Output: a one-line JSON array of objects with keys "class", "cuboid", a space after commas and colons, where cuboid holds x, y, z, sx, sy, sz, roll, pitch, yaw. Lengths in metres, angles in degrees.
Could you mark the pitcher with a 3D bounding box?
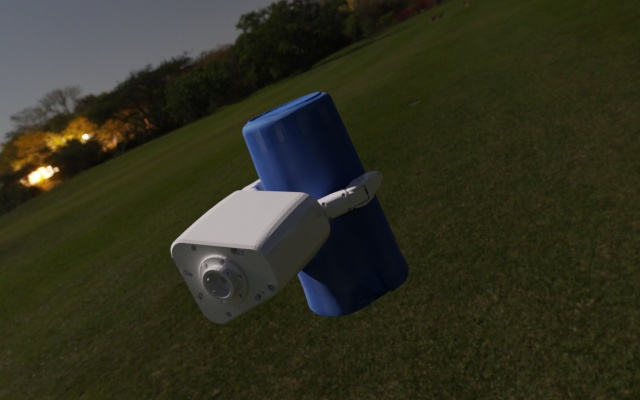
[{"class": "pitcher", "cuboid": [0.000, 0.002, 0.575, 0.149, 0.243, 0.145, -13, 18, 31]}]
